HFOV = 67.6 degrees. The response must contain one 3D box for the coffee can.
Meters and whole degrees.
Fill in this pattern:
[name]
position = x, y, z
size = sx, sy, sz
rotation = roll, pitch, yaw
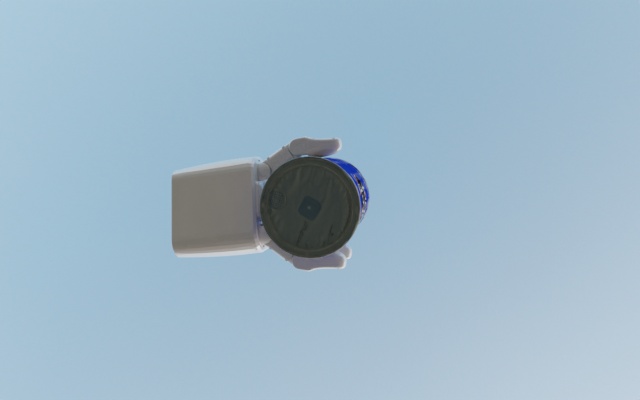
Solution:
[coffee can]
position = 0.000, 0.002, 0.542
size = 0.103, 0.103, 0.140
rotation = 0, 5, 10
